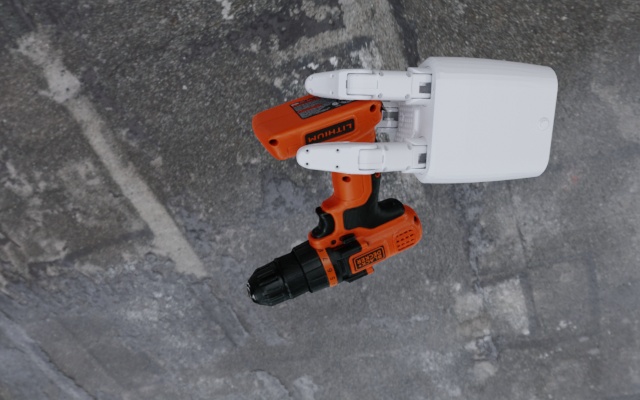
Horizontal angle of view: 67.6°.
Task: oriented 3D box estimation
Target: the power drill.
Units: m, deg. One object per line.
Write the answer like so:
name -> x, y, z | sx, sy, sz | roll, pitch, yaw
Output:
power drill -> 0.000, 0.001, 0.435 | 0.184, 0.188, 0.057 | -24, 38, -12
